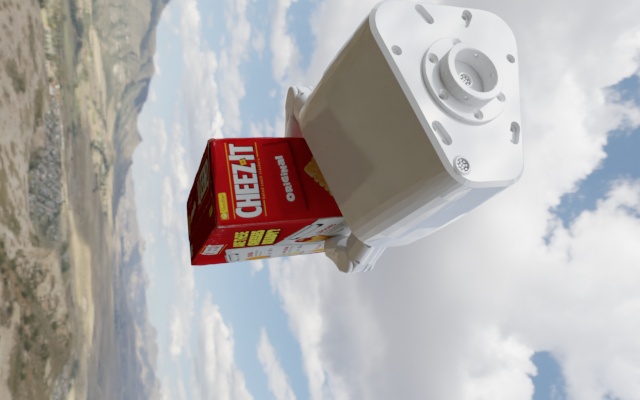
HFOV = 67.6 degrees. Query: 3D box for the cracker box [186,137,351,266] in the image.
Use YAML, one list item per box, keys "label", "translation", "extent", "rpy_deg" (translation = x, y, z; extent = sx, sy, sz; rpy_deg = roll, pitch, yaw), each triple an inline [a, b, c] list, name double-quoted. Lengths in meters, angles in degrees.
- label: "cracker box"
  translation: [0.000, 0.002, 0.418]
  extent: [0.213, 0.072, 0.164]
  rpy_deg: [-3, -15, -22]
